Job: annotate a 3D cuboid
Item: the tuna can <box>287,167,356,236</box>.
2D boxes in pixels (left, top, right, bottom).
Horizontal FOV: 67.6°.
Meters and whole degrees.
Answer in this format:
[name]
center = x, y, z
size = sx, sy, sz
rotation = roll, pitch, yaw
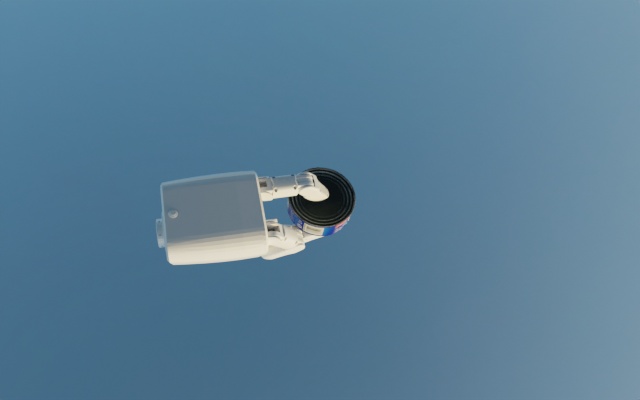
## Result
[tuna can]
center = 0.000, 0.002, 0.614
size = 0.086, 0.086, 0.034
rotation = 0, -28, -9
